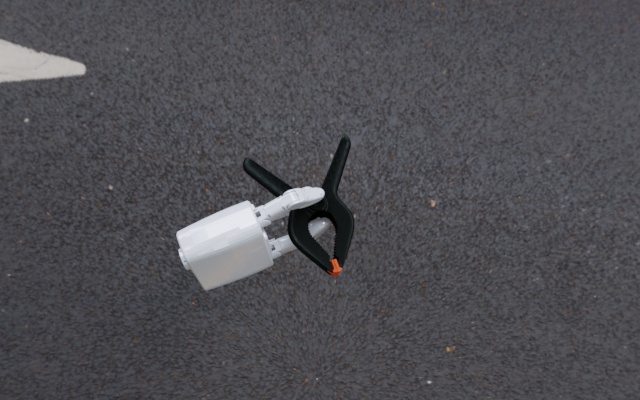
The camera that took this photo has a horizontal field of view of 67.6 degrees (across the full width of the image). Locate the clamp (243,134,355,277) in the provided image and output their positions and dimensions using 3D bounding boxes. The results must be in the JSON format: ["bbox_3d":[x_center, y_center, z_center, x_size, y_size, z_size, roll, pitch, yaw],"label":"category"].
[{"bbox_3d":[0.000,0.002,0.682,0.164,0.210,0.036,-22,-19,-11],"label":"clamp"}]
